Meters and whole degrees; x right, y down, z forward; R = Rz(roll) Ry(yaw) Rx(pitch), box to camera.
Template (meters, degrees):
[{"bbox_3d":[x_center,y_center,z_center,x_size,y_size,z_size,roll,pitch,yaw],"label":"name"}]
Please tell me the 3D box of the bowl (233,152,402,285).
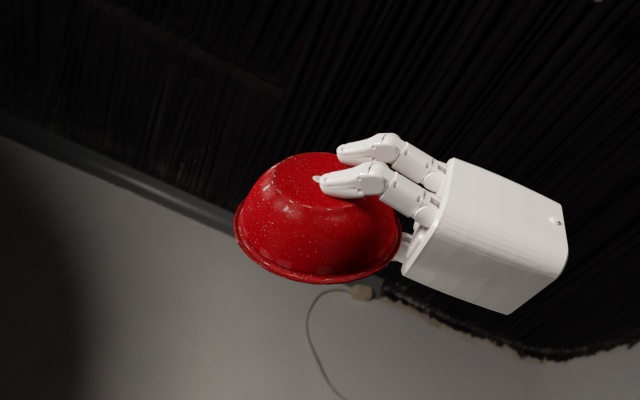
[{"bbox_3d":[-0.001,0.001,0.445,0.162,0.055,0.162,3,36,-3],"label":"bowl"}]
